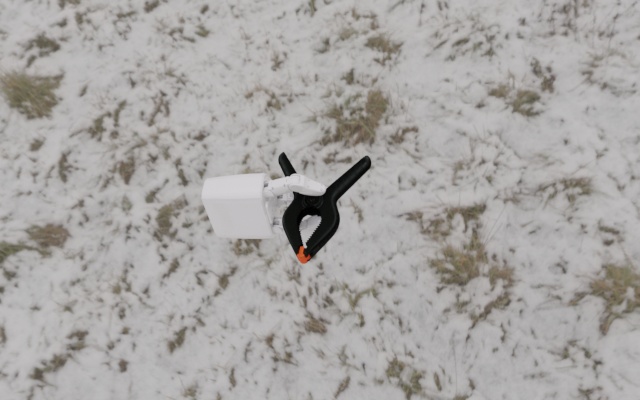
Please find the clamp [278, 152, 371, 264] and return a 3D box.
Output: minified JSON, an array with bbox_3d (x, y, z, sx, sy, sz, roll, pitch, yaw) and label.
[{"bbox_3d":[0.000,0.003,0.782,0.164,0.209,0.036,-3,-32,12],"label":"clamp"}]
